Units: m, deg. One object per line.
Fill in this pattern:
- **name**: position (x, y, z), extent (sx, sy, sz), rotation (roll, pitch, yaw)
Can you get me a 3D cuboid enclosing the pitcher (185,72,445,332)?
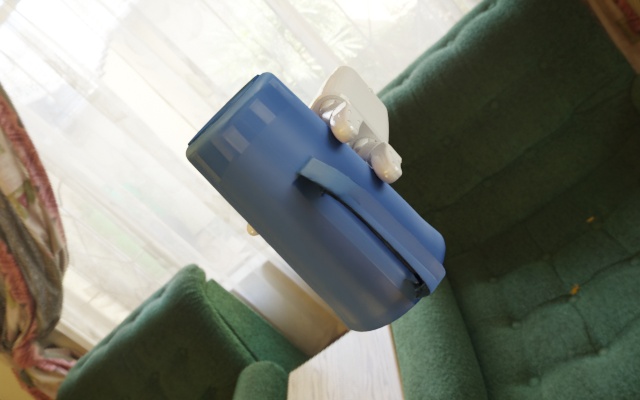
- **pitcher**: position (0.000, 0.001, 0.445), extent (0.149, 0.243, 0.145), rotation (-35, 20, 30)
